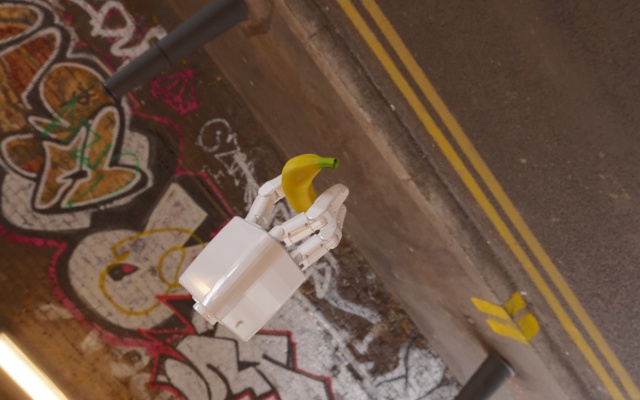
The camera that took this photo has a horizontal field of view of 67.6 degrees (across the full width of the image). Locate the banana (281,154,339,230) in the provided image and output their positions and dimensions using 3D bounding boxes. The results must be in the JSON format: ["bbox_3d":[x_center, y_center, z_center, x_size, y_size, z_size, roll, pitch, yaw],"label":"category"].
[{"bbox_3d":[-0.016,-0.008,0.606,0.069,0.037,0.198,30,-20,12],"label":"banana"}]
